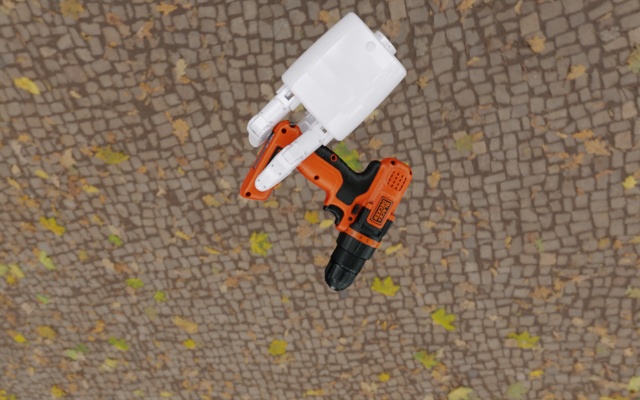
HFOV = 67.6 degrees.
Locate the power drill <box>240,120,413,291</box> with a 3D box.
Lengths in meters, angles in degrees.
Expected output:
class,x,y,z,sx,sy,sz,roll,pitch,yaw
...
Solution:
class,x,y,z,sx,sy,sz,roll,pitch,yaw
power drill,0.000,0.001,0.589,0.188,0.184,0.057,27,2,-17
